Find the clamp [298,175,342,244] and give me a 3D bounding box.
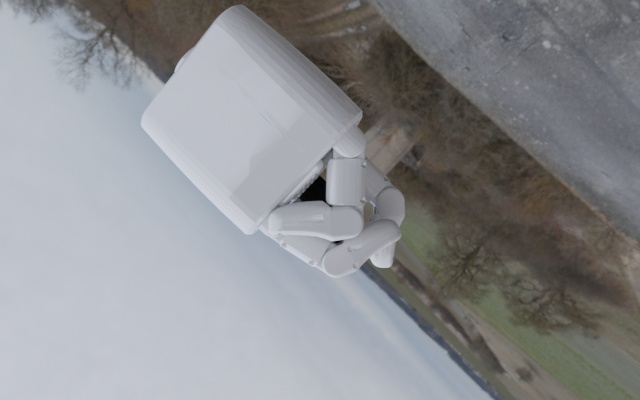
[{"bbox_3d":[0.000,0.002,0.419,0.120,0.039,0.171,44,-4,0],"label":"clamp"}]
